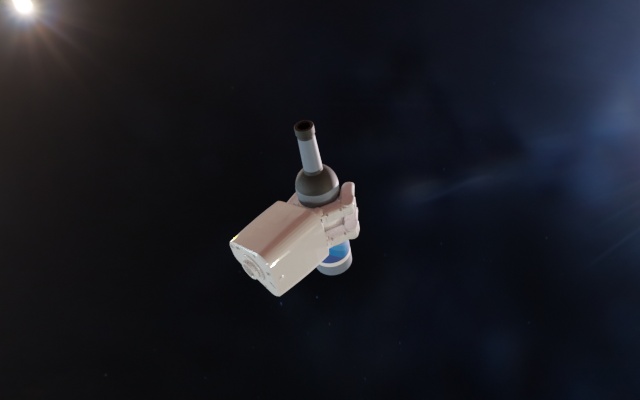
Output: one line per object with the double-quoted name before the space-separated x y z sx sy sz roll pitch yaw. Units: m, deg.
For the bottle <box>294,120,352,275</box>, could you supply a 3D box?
"bottle" 0.000 0.003 0.757 0.069 0.296 0.069 -7 43 6
